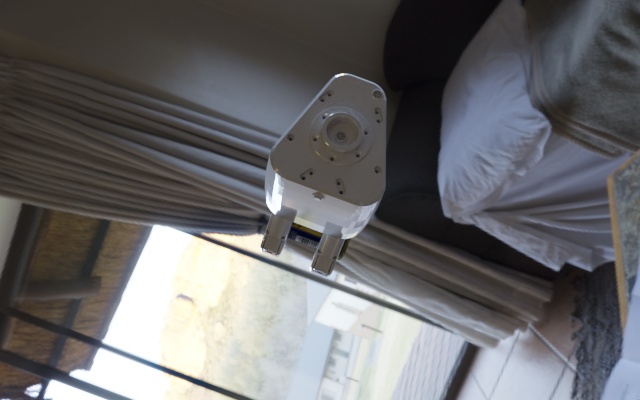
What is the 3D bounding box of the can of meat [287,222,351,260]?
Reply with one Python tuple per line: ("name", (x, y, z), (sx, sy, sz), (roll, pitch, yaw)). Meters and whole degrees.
("can of meat", (0.000, 0.001, 0.515), (0.084, 0.102, 0.057), (20, -14, 0))
